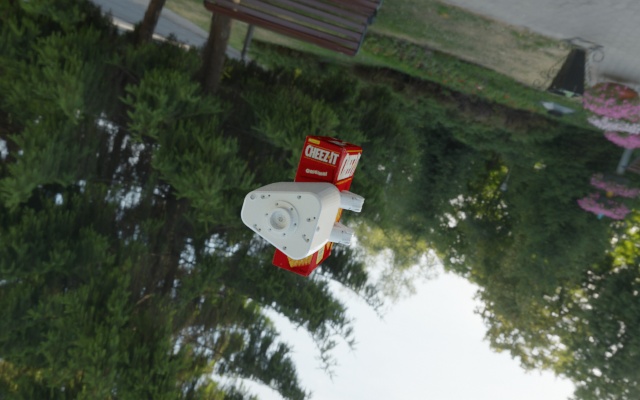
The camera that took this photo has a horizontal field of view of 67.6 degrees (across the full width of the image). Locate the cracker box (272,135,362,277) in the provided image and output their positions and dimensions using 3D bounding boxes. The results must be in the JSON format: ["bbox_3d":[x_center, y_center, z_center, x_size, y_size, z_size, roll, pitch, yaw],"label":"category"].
[{"bbox_3d":[0.000,0.003,0.810,0.072,0.214,0.164,19,11,11],"label":"cracker box"}]
